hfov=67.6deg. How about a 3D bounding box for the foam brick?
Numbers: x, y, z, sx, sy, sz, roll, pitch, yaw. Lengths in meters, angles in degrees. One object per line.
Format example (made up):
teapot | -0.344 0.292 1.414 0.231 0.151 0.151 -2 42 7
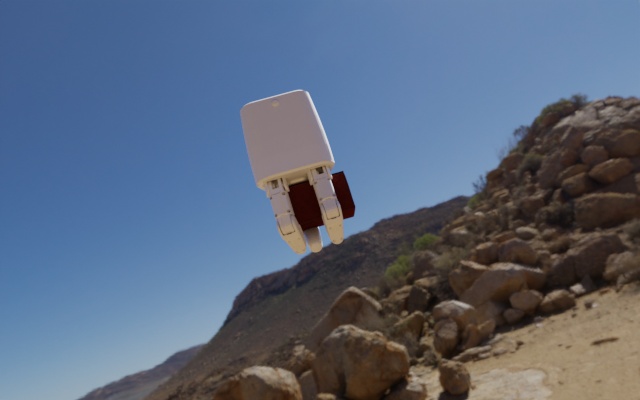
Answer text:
foam brick | 0.000 0.002 0.607 0.078 0.051 0.053 -16 -15 -5
